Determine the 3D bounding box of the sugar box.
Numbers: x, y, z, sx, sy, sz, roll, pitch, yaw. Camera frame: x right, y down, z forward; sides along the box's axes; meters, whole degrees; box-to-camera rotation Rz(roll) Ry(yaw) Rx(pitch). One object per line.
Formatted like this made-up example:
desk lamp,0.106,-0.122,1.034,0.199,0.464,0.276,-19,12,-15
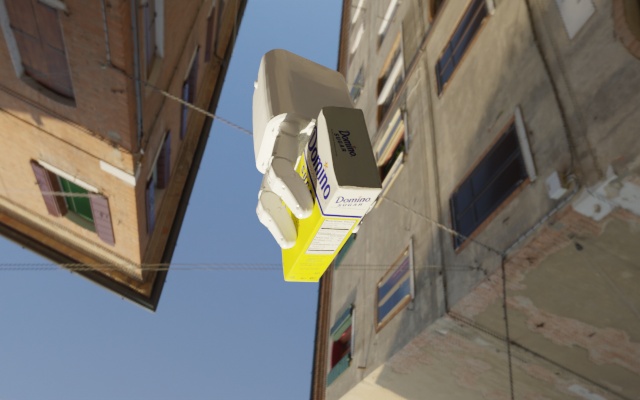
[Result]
sugar box,-0.001,0.001,0.469,0.048,0.093,0.176,2,-35,-17
